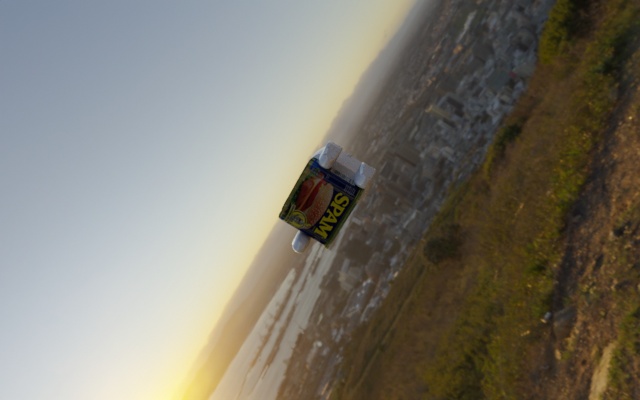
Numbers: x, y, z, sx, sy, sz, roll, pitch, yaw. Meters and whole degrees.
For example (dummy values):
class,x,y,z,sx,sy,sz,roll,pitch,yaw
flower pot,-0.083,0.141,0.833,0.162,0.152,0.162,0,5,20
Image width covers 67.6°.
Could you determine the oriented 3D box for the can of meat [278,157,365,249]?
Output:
class,x,y,z,sx,sy,sz,roll,pitch,yaw
can of meat,0.000,0.002,0.660,0.084,0.102,0.057,31,20,-1
